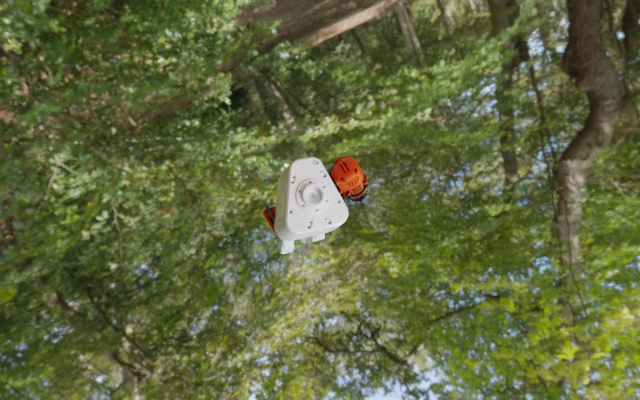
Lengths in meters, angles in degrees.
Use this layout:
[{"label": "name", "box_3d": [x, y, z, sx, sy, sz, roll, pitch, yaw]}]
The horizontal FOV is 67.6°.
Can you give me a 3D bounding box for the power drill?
[{"label": "power drill", "box_3d": [0.000, 0.003, 0.860, 0.187, 0.057, 0.184, -35, -19, 2]}]
